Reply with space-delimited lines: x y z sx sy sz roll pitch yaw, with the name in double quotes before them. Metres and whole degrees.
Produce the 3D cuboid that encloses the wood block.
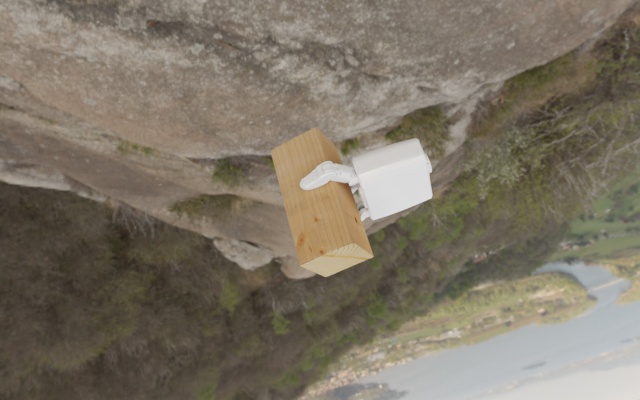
"wood block" 0.000 0.002 0.757 0.090 0.206 0.091 -25 -28 16
